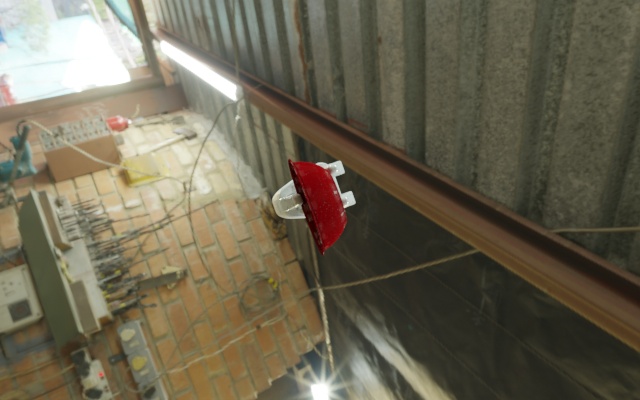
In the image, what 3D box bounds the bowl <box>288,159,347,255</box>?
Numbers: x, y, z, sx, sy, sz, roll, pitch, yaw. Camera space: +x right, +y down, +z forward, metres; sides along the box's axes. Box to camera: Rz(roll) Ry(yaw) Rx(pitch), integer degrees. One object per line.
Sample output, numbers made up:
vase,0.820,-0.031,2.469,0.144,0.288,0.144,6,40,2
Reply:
bowl,0.001,0.003,0.756,0.055,0.162,0.162,-20,2,-5
